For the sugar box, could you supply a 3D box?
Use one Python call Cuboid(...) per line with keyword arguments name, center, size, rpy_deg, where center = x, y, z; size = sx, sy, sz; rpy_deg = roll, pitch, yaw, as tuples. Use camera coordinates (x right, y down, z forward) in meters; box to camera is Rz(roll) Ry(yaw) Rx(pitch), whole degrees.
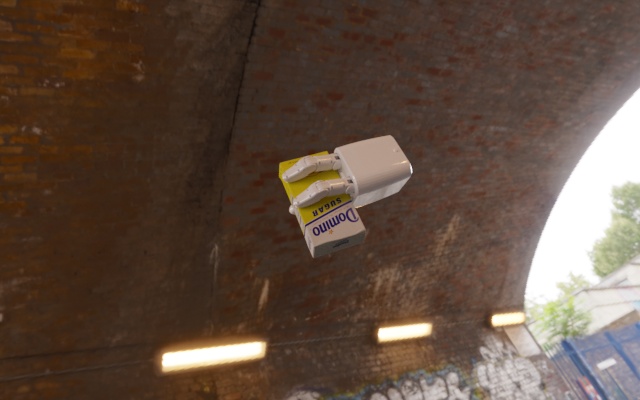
Cuboid(name="sugar box", center=(0.000, 0.002, 0.809), size=(0.093, 0.176, 0.048), rpy_deg=(-17, -33, -14))
